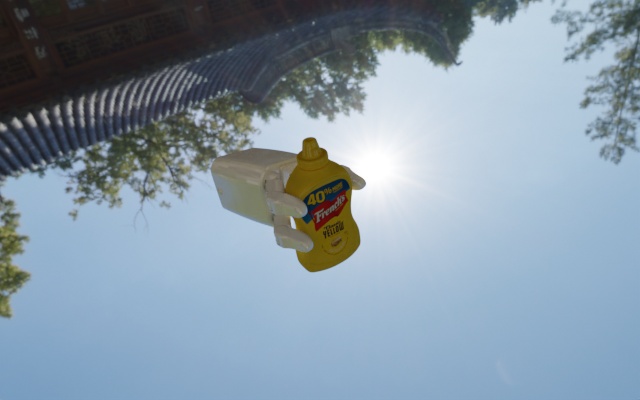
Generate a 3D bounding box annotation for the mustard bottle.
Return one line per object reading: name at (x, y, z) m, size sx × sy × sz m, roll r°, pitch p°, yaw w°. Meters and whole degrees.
mustard bottle at (0.000, 0.002, 0.649) m, size 0.096 × 0.192 × 0.058 m, roll -25°, pitch 36°, yaw -21°
